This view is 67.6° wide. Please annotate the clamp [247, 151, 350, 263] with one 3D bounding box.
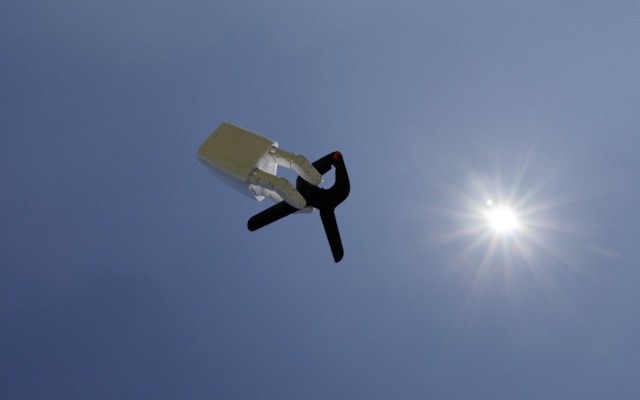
[{"bbox_3d":[0.000,0.003,0.802,0.164,0.210,0.036,26,-32,16],"label":"clamp"}]
